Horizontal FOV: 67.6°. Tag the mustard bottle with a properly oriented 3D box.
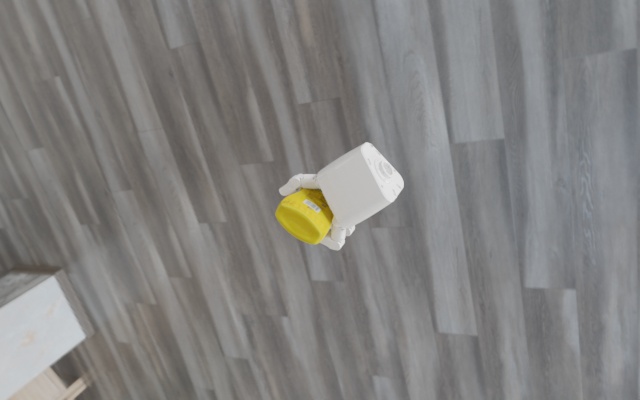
[{"bbox_3d":[0.000,0.003,0.897,0.096,0.058,0.191,34,35,8],"label":"mustard bottle"}]
